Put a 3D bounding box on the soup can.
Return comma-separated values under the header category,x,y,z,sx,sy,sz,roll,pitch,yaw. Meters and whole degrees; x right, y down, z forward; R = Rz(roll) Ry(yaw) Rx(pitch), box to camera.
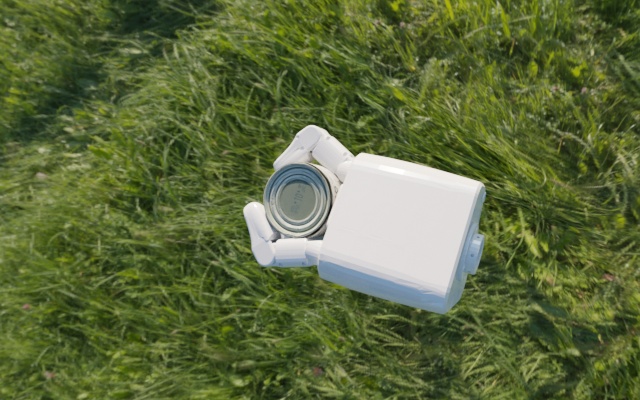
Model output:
category,x,y,z,sx,sy,sz,roll,pitch,yaw
soup can,0.000,0.001,0.451,0.068,0.068,0.102,0,-2,25
